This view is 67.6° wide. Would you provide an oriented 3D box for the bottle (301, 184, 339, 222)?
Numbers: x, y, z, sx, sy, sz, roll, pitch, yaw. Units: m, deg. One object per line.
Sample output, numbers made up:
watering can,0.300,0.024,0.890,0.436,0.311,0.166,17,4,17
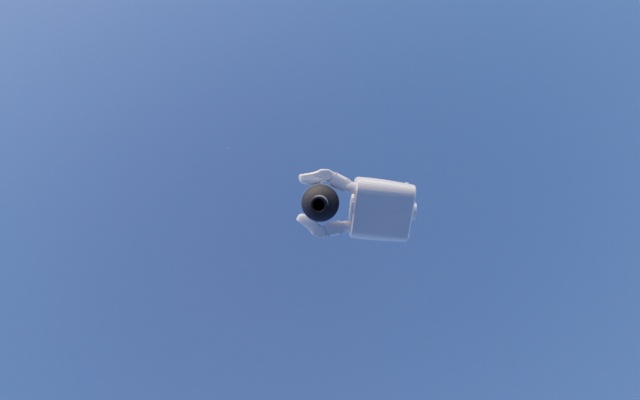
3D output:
bottle,0.000,0.003,0.862,0.069,0.069,0.295,0,2,1
